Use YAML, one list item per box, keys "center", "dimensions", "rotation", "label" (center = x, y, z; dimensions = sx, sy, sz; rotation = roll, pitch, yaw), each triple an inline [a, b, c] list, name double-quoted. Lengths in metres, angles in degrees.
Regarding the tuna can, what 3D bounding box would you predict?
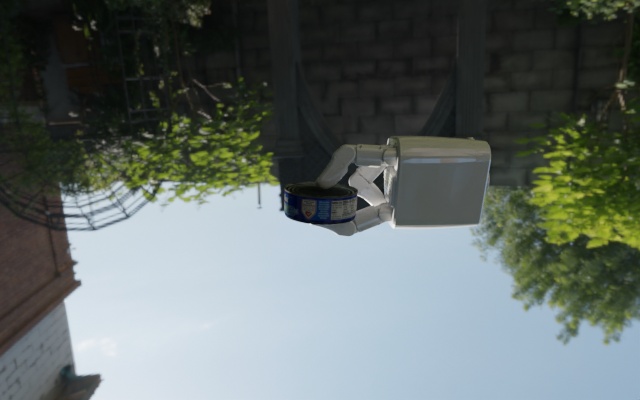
- center: [0.000, 0.002, 0.557]
  dimensions: [0.086, 0.034, 0.086]
  rotation: [3, 12, -1]
  label: "tuna can"
